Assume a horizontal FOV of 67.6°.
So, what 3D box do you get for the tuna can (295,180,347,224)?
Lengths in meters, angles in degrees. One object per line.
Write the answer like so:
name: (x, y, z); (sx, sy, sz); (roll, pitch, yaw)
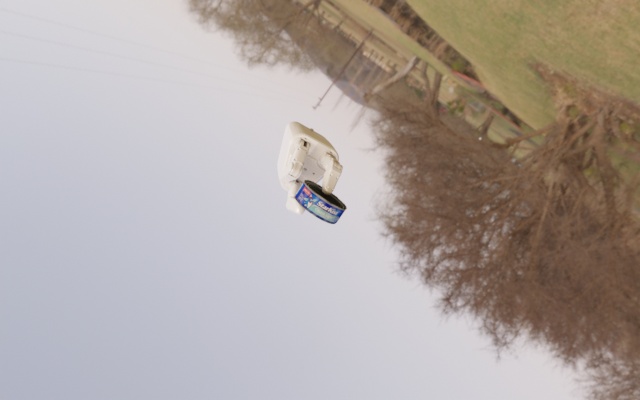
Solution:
tuna can: (0.000, 0.003, 0.801); (0.086, 0.034, 0.086); (33, 11, -7)
